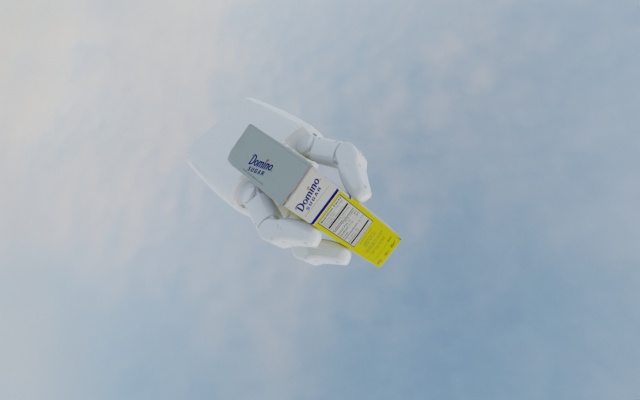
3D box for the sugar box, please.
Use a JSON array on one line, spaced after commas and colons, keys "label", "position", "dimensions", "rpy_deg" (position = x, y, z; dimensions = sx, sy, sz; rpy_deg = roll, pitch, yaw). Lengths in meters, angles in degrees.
[{"label": "sugar box", "position": [0.000, 0.002, 0.452], "dimensions": [0.093, 0.048, 0.176], "rpy_deg": [36, 3, 41]}]
